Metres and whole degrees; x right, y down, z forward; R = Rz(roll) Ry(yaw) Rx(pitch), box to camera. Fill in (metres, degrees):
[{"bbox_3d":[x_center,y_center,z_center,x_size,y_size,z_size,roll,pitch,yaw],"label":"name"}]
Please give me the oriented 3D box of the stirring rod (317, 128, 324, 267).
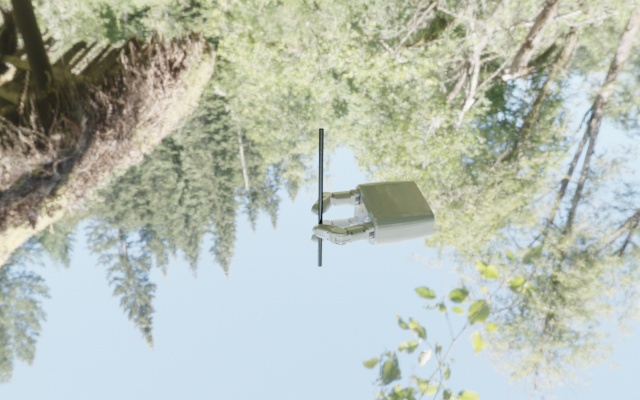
[{"bbox_3d":[0.000,0.002,0.757,0.011,0.240,0.011,1,26,0],"label":"stirring rod"}]
